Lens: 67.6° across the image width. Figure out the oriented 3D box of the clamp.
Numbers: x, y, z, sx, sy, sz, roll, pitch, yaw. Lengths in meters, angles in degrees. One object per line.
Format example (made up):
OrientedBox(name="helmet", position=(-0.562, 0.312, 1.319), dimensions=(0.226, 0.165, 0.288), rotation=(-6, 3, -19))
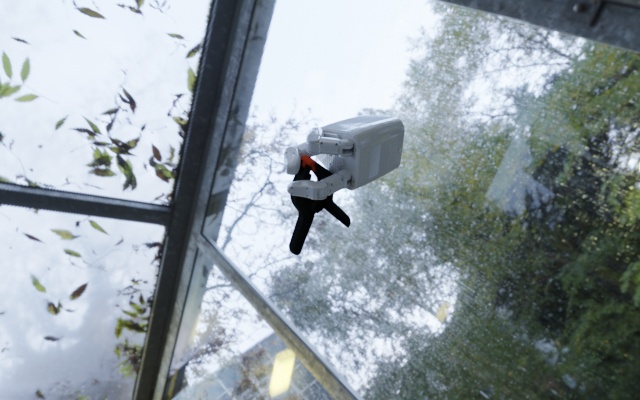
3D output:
OrientedBox(name="clamp", position=(0.000, 0.002, 0.776), dimensions=(0.120, 0.172, 0.039), rotation=(-24, 42, -32))
